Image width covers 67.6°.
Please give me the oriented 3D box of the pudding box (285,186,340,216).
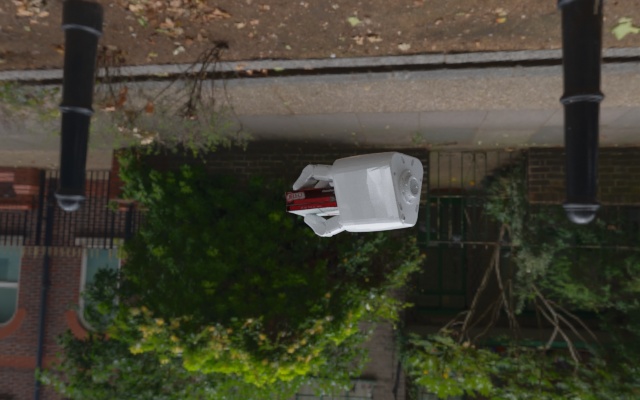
[{"bbox_3d":[0.000,0.003,0.798,0.090,0.039,0.113,-4,-9,13],"label":"pudding box"}]
